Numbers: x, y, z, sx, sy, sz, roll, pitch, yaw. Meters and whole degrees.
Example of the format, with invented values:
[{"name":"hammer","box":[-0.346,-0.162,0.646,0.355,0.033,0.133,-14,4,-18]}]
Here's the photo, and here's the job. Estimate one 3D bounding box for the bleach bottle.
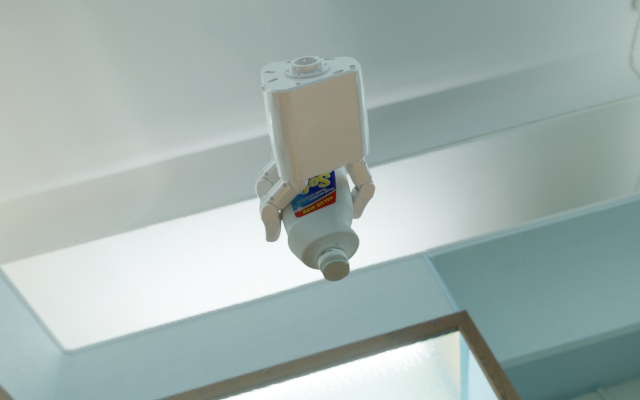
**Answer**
[{"name":"bleach bottle","box":[0.000,0.002,0.585,0.102,0.068,0.250,-12,35,-5]}]
